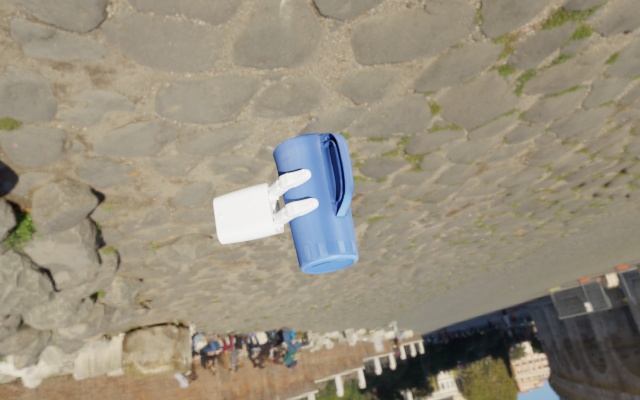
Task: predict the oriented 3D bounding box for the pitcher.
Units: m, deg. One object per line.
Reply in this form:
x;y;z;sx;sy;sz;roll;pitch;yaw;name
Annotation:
0.000;0.003;0.883;0.145;0.242;0.149;-14;-19;5;pitcher
